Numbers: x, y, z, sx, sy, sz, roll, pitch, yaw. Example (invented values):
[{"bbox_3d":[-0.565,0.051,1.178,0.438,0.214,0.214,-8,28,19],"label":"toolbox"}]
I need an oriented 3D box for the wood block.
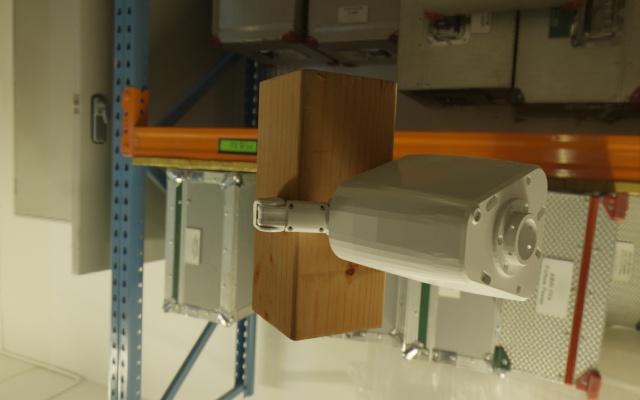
[{"bbox_3d":[0.000,0.002,0.414,0.091,0.206,0.090,0,6,-29],"label":"wood block"}]
